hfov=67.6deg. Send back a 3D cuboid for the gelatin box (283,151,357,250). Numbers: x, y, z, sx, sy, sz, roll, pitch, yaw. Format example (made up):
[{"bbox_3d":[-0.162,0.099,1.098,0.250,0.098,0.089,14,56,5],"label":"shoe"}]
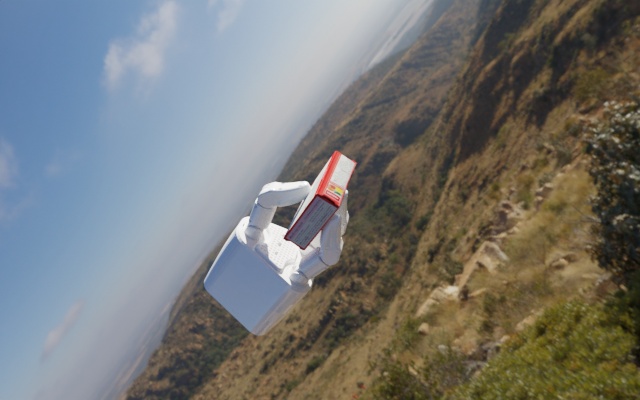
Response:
[{"bbox_3d":[0.000,0.001,0.514,0.030,0.073,0.089,30,-45,-6],"label":"gelatin box"}]
